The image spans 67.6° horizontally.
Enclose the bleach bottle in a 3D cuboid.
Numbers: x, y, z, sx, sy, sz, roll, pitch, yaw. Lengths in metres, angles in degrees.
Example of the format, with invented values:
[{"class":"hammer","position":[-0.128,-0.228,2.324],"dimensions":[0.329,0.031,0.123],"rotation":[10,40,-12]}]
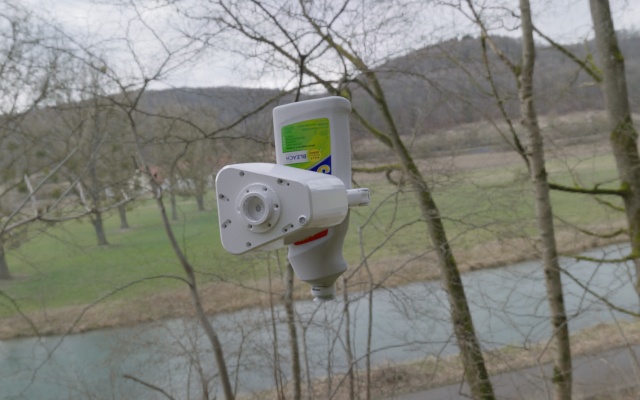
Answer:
[{"class":"bleach bottle","position":[0.000,0.002,0.612],"dimensions":[0.102,0.251,0.068],"rotation":[-6,0,19]}]
